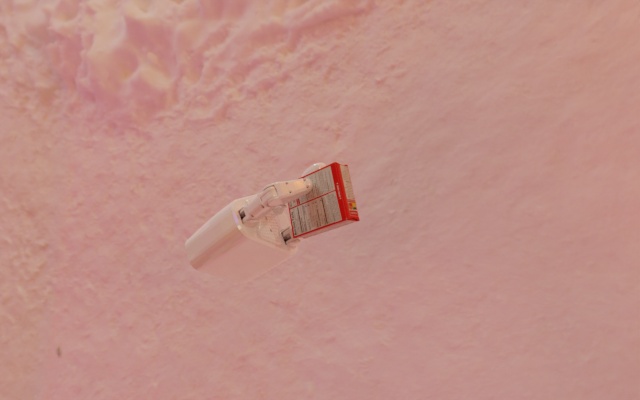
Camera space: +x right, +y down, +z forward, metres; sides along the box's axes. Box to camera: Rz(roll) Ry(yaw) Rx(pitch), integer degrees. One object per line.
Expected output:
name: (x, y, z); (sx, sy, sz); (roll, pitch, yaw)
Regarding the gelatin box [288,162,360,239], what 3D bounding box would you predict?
gelatin box: (0.000, 0.002, 0.595); (0.089, 0.073, 0.030); (-22, -18, 35)
